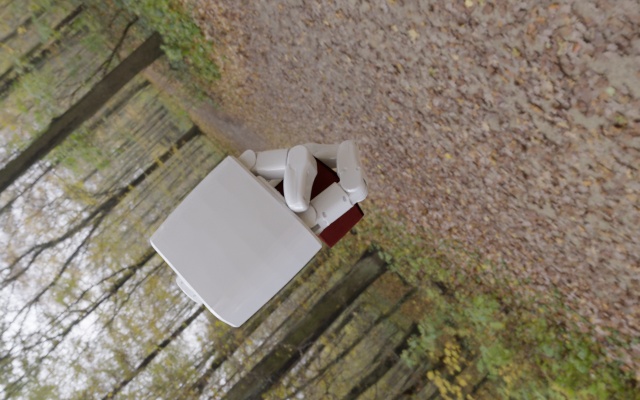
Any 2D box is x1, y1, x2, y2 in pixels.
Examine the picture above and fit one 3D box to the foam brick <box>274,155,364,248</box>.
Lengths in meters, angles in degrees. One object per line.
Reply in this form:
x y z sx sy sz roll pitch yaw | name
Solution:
0.000 0.002 0.478 0.053 0.051 0.078 39 -9 34 | foam brick
